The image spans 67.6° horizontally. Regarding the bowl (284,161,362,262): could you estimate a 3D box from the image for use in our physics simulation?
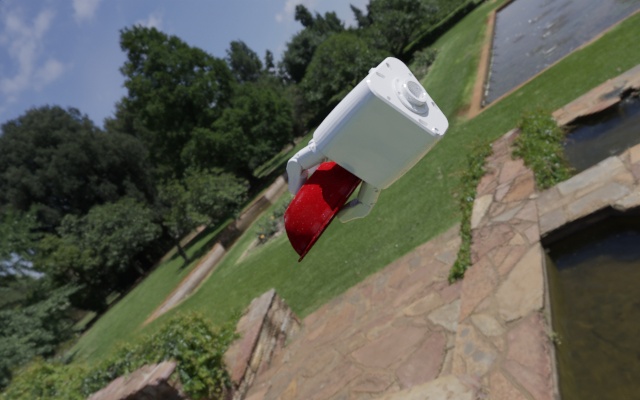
[{"bbox_3d":[-0.001,0.003,0.635,0.055,0.162,0.162,36,2,3],"label":"bowl"}]
